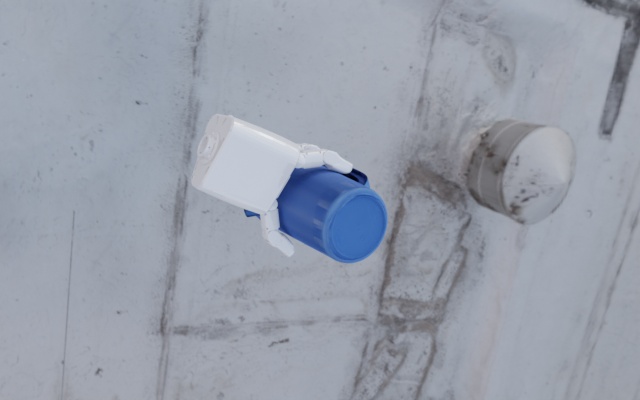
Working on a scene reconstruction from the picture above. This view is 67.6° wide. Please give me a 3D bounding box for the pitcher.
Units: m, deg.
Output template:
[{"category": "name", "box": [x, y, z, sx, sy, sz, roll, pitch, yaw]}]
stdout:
[{"category": "pitcher", "box": [0.000, 0.002, 0.737, 0.145, 0.149, 0.242, 24, 1, -34]}]
